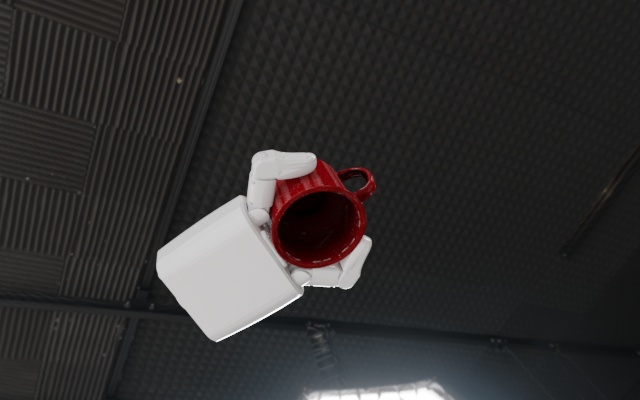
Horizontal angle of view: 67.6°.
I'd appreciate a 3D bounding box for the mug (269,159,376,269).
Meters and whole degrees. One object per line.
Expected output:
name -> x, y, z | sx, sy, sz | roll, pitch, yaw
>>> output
mug -> 0.001, 0.001, 0.484 | 0.117, 0.093, 0.081 | -31, 33, 3
